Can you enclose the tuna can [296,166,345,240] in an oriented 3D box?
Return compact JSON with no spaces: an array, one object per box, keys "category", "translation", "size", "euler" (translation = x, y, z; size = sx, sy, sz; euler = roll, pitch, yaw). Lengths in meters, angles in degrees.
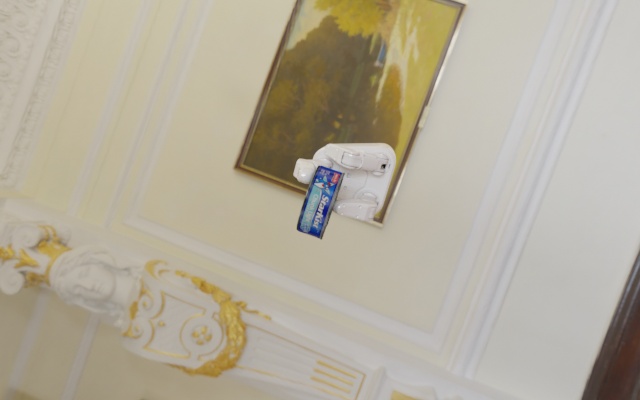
[{"category":"tuna can","translation":[0.000,0.002,0.576],"size":[0.034,0.086,0.086],"euler":[19,1,3]}]
